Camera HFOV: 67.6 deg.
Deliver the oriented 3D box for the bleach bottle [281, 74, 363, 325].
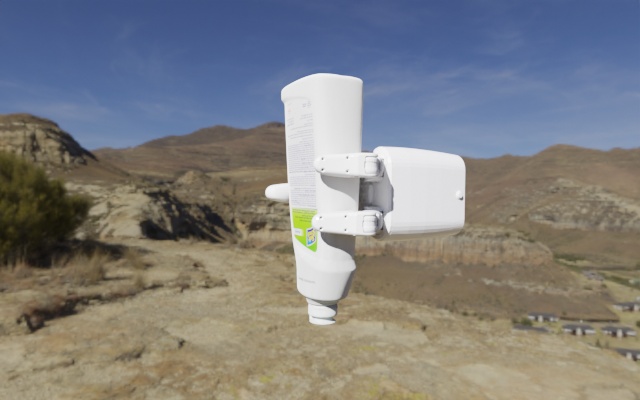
[{"bbox_3d":[0.000,0.002,0.508,0.068,0.251,0.102,0,2,-26],"label":"bleach bottle"}]
